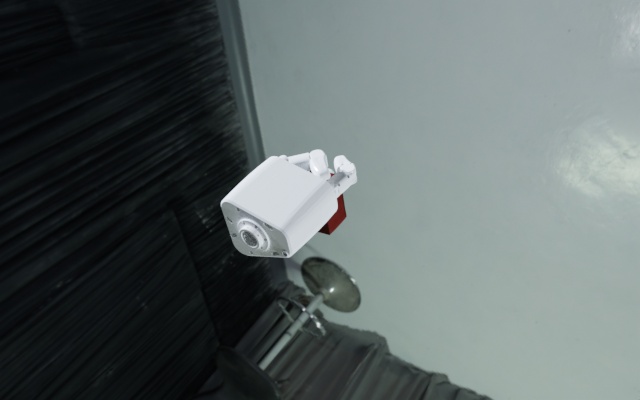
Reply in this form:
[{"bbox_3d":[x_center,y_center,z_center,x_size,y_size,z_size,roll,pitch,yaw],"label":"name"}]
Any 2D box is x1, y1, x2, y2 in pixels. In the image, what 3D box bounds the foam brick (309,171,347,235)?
[{"bbox_3d":[0.000,0.002,0.699,0.053,0.078,0.051,13,41,30],"label":"foam brick"}]
